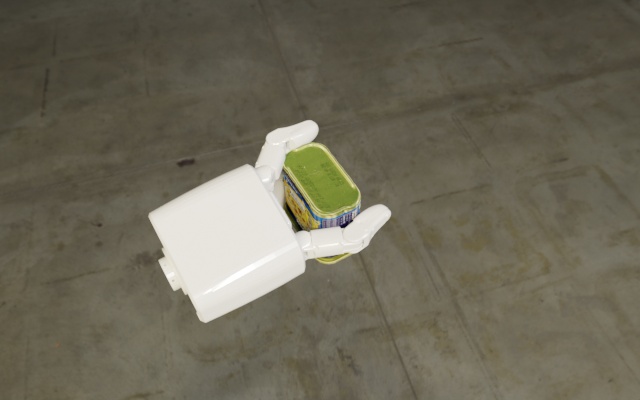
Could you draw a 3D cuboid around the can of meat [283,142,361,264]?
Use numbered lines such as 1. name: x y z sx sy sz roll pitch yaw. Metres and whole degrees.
1. can of meat: 0.000 0.001 0.504 0.057 0.102 0.084 -24 -34 -17
